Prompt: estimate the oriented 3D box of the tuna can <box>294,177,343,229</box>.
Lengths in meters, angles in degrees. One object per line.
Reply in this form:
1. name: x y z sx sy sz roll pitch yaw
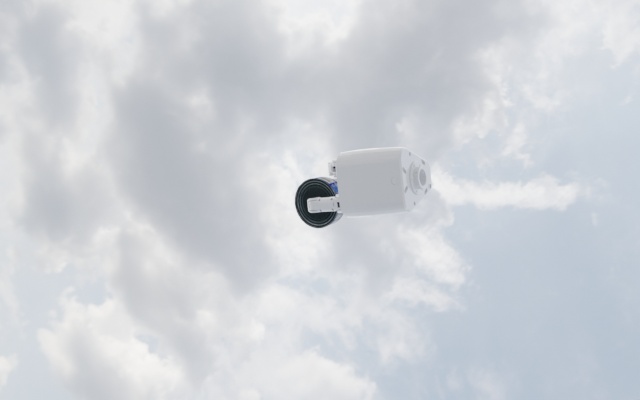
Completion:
1. tuna can: 0.000 0.003 0.814 0.086 0.086 0.033 0 9 32
